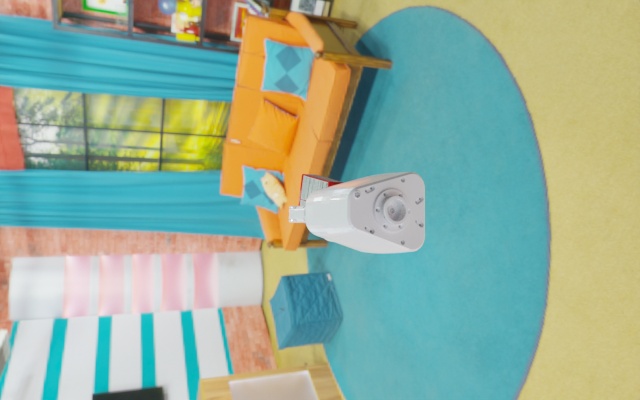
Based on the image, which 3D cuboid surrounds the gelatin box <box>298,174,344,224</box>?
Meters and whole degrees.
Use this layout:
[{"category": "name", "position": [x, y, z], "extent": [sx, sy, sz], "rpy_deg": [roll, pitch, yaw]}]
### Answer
[{"category": "gelatin box", "position": [0.000, 0.002, 0.706], "extent": [0.030, 0.073, 0.089], "rpy_deg": [2, 9, -30]}]
